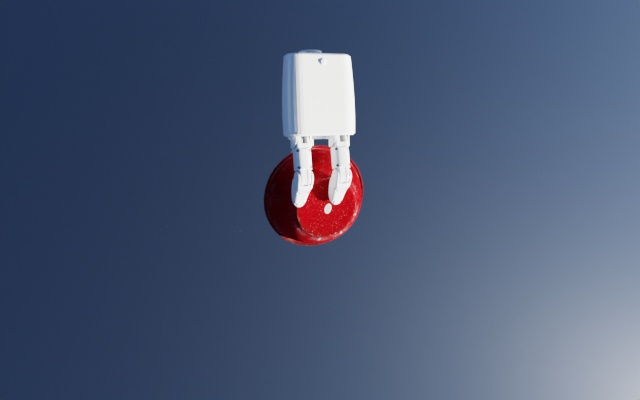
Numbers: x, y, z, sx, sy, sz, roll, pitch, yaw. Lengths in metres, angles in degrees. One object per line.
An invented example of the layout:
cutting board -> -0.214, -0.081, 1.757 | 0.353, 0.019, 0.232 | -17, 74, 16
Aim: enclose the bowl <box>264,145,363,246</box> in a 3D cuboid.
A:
bowl -> 0.001, 0.004, 0.711 | 0.162, 0.162, 0.055 | 0, 18, -21
